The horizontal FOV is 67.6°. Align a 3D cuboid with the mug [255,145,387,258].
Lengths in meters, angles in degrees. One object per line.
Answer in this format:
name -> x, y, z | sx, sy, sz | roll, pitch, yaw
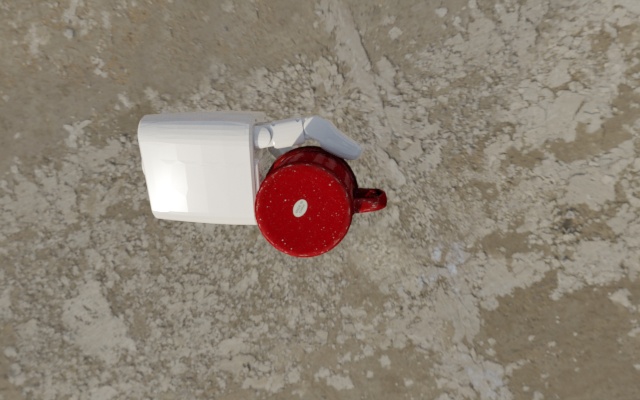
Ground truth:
mug -> 0.001, 0.002, 0.421 | 0.117, 0.093, 0.081 | 1, 11, 3
